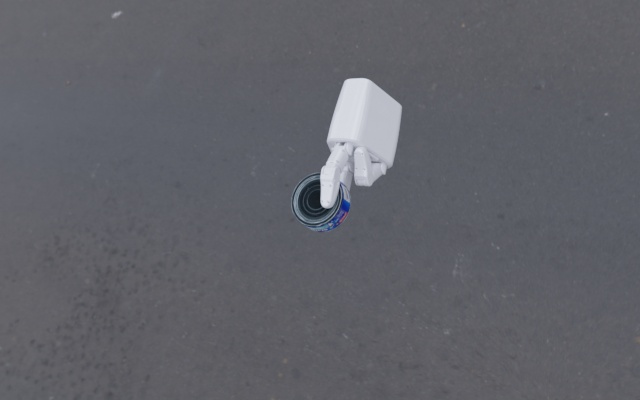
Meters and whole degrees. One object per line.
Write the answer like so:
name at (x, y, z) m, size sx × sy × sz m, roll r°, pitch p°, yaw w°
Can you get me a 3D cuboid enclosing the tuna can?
tuna can at (0.000, 0.002, 0.709) m, size 0.086 × 0.086 × 0.034 m, roll 0°, pitch -16°, yaw 26°
